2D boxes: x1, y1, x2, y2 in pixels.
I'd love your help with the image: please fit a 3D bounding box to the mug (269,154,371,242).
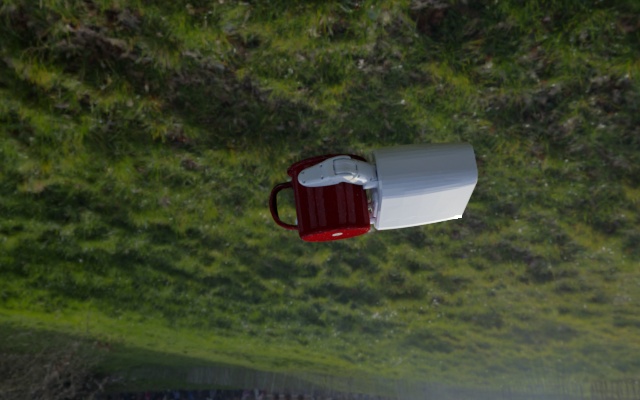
[{"bbox_3d":[-0.001,0.002,0.541,0.117,0.081,0.093,-7,-13,0],"label":"mug"}]
